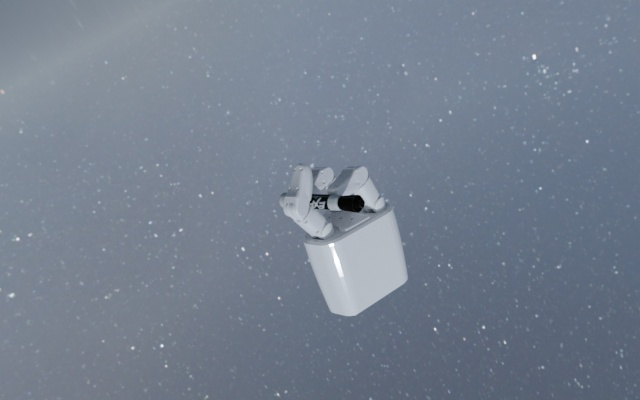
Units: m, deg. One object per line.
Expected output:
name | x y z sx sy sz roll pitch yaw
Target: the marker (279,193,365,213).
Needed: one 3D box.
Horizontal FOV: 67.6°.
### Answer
marker | 0.000 0.002 0.532 0.121 0.020 0.020 2 2 44
